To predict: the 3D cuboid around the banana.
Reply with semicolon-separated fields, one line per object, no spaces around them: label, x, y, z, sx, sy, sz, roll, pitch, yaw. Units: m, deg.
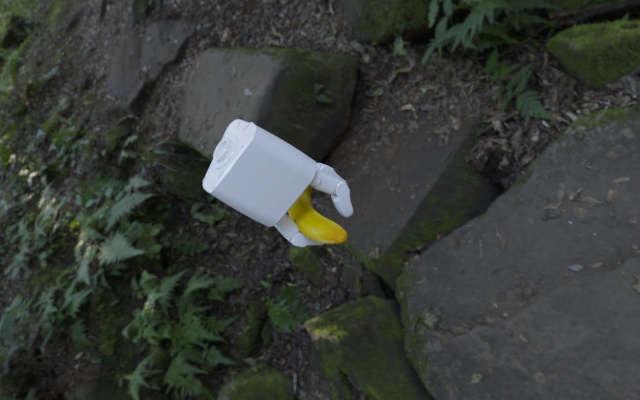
banana;-0.015;0.012;0.709;0.037;0.069;0.197;44;14;-34
